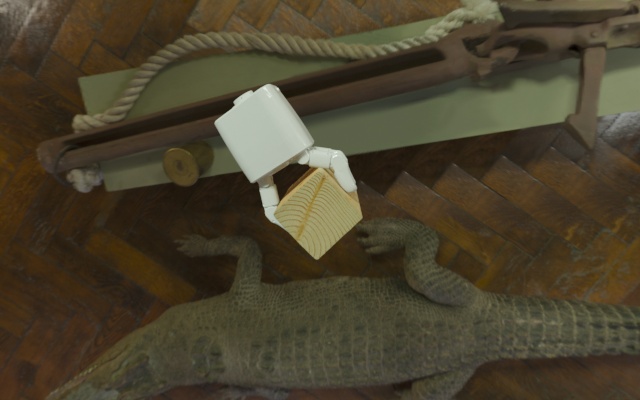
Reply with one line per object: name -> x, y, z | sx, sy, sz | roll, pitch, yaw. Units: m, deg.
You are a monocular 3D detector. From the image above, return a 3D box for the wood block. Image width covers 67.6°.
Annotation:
wood block -> 0.000, 0.002, 0.742 | 0.091, 0.090, 0.206 | -43, 6, 9
